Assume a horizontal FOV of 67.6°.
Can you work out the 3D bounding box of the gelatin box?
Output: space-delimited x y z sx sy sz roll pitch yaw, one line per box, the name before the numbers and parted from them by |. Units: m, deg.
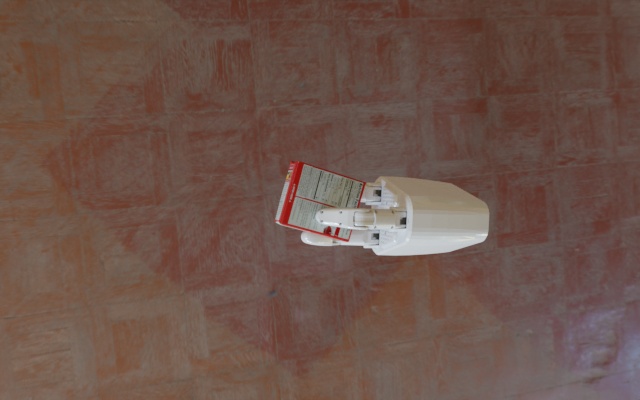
gelatin box | 0.000 0.002 0.546 0.089 0.073 0.030 16 -3 -21
